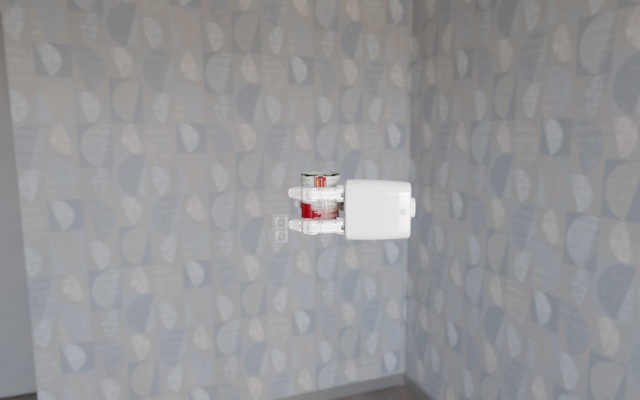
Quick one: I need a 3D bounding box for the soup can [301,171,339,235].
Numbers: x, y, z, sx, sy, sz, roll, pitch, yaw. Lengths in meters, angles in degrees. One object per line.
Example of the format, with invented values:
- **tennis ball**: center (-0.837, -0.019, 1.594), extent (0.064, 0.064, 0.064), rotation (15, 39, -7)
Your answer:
- **soup can**: center (0.000, 0.002, 0.827), extent (0.068, 0.102, 0.068), rotation (0, 8, 0)
